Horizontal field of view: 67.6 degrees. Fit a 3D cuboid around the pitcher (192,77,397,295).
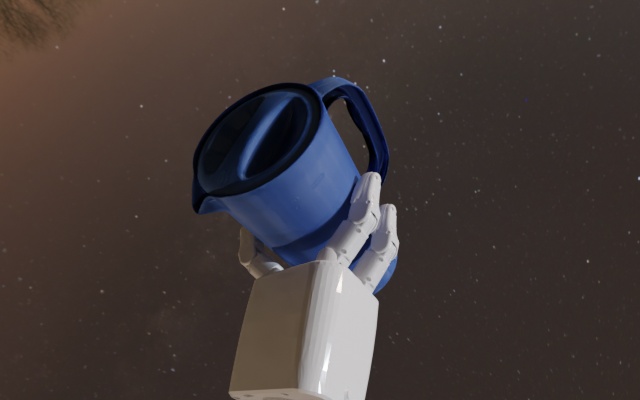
[{"bbox_3d":[0.000,0.002,0.495,0.149,0.145,0.243,-9,-39,26],"label":"pitcher"}]
